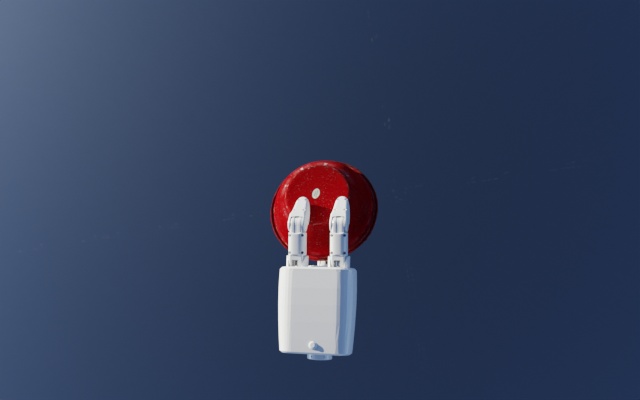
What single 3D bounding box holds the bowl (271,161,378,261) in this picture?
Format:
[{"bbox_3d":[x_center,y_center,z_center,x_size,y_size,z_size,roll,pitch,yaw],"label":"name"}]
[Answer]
[{"bbox_3d":[0.000,0.001,0.686,0.162,0.162,0.055,0,-24,11],"label":"bowl"}]
